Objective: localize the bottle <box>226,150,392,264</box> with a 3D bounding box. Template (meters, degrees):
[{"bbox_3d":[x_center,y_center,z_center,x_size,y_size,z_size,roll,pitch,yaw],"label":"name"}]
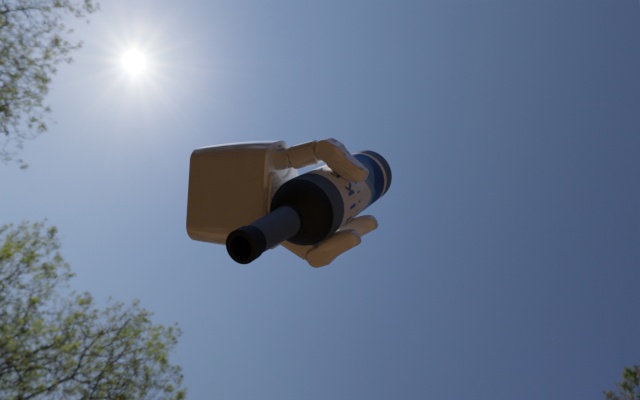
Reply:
[{"bbox_3d":[0.000,0.002,0.487,0.069,0.069,0.295,0,13,25],"label":"bottle"}]
